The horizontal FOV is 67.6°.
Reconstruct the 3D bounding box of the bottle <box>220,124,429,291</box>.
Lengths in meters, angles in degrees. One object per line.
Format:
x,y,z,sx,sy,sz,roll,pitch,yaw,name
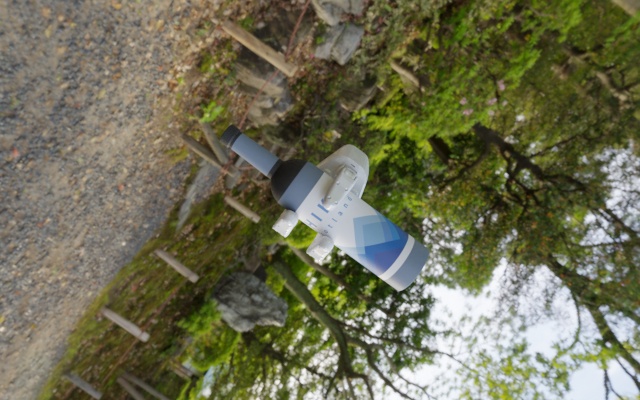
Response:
0.000,0.002,0.605,0.296,0.069,0.069,36,-2,-3,bottle
